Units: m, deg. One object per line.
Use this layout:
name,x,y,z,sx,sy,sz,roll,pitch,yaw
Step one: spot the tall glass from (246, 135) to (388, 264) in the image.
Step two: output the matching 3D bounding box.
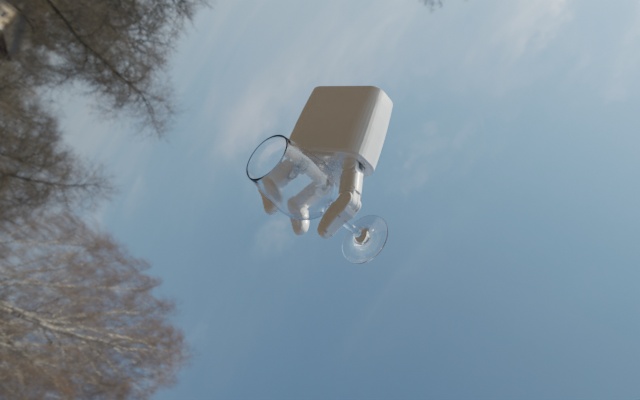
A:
tall glass,0.001,0.002,0.590,0.079,0.079,0.201,0,-30,45
